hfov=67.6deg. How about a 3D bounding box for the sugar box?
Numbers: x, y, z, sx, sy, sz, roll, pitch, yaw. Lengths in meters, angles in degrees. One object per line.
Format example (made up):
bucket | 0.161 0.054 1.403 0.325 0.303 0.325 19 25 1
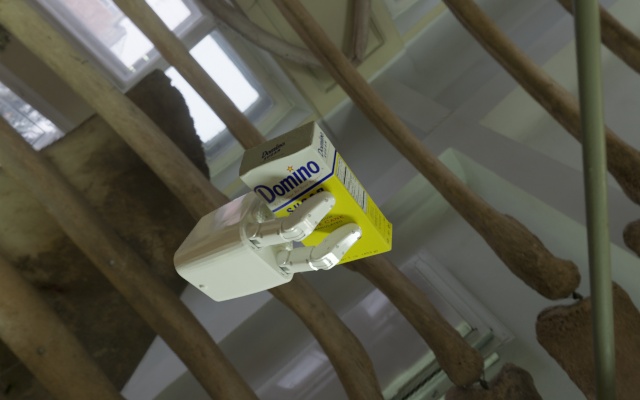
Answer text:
sugar box | 0.000 0.002 0.528 0.093 0.048 0.176 -20 -47 27
